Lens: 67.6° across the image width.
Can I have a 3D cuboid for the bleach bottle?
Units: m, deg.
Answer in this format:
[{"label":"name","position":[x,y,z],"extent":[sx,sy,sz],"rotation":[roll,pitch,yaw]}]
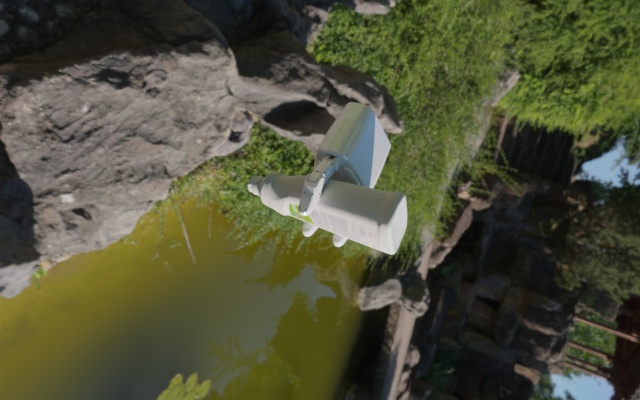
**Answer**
[{"label":"bleach bottle","position":[0.000,0.002,0.714],"extent":[0.251,0.068,0.103],"rotation":[17,-28,22]}]
